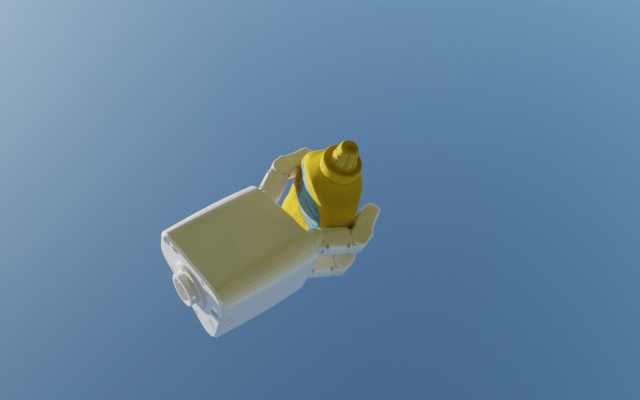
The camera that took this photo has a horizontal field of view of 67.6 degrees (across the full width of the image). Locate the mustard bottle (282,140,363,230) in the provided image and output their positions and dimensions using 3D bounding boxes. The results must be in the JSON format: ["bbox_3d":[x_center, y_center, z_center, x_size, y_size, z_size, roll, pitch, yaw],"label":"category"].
[{"bbox_3d":[0.000,0.002,0.521,0.058,0.096,0.192,-3,-32,-21],"label":"mustard bottle"}]
